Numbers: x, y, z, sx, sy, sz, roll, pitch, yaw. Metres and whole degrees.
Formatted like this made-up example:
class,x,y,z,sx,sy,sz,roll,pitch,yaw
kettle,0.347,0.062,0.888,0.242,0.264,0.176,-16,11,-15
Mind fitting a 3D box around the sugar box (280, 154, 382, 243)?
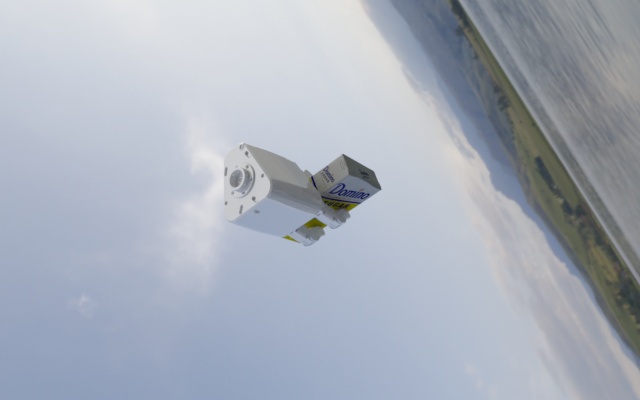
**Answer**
class,x,y,z,sx,sy,sz,roll,pitch,yaw
sugar box,0.000,0.003,0.759,0.176,0.048,0.093,-33,-32,26
